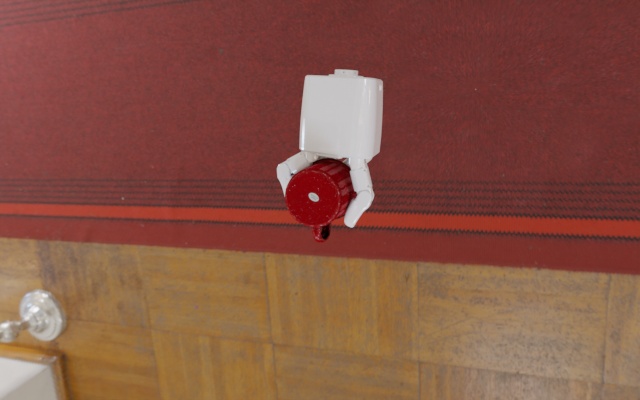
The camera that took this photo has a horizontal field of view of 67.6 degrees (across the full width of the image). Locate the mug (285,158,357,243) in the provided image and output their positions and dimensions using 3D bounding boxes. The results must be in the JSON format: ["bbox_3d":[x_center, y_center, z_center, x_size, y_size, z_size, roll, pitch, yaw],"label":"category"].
[{"bbox_3d":[0.000,0.004,0.675,0.093,0.117,0.081,5,12,17],"label":"mug"}]
